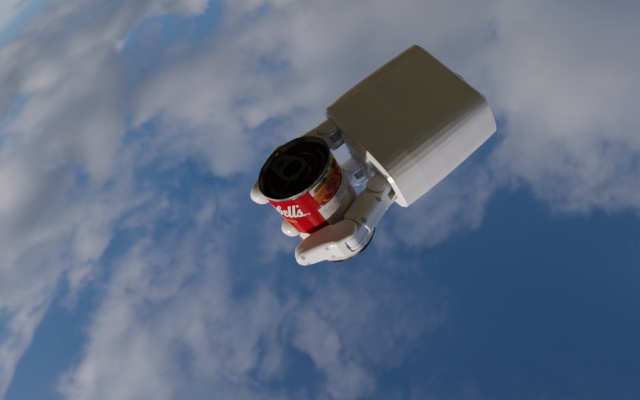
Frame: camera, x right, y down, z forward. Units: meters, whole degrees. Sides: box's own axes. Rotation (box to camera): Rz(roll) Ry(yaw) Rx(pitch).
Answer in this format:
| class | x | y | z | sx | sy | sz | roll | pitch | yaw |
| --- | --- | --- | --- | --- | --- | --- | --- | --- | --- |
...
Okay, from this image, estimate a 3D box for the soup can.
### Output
| class | x | y | z | sx | sy | sz | roll | pitch | yaw |
| --- | --- | --- | --- | --- | --- | --- | --- | --- | --- |
| soup can | 0.000 | 0.002 | 0.426 | 0.068 | 0.068 | 0.102 | 0 | -36 | 34 |
